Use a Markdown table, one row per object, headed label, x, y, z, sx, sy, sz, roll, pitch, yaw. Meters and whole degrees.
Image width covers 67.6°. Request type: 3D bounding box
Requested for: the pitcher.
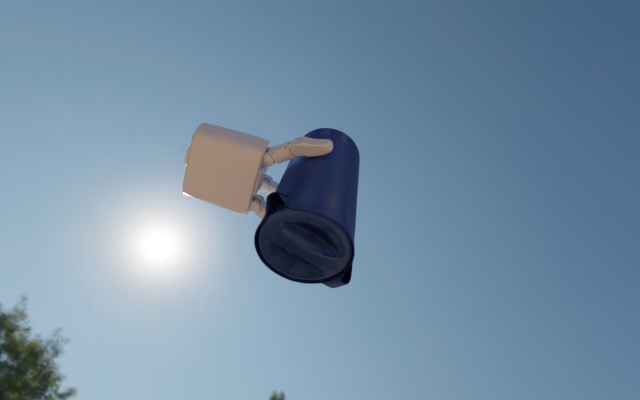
| label | x | y | z | sx | sy | sz | roll | pitch | yaw |
| --- | --- | --- | --- | --- | --- | --- | --- | --- | --- |
| pitcher | 0.000 | 0.002 | 0.714 | 0.145 | 0.149 | 0.242 | 16 | 39 | -1 |
